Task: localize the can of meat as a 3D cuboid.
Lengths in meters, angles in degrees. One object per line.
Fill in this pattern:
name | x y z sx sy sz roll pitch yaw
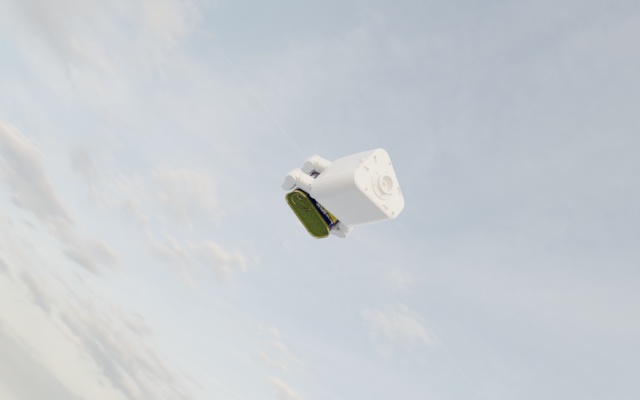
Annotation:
can of meat | 0.000 0.003 0.859 0.084 0.102 0.057 -45 16 -34
